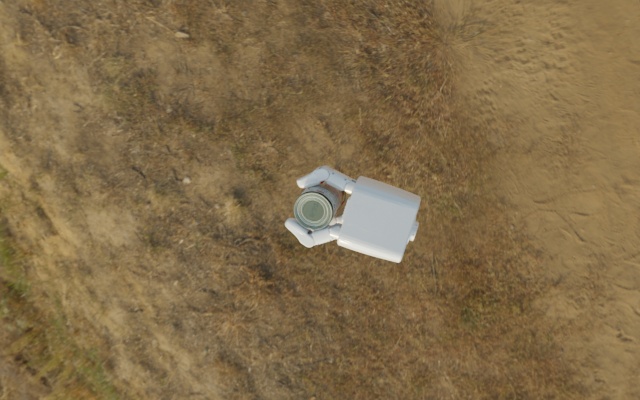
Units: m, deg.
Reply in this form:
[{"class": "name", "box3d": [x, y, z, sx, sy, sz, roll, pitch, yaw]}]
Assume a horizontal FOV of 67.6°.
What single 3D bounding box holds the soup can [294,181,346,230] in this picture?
[{"class": "soup can", "box3d": [0.000, 0.002, 0.808, 0.068, 0.068, 0.102, 0, 18, 15]}]
